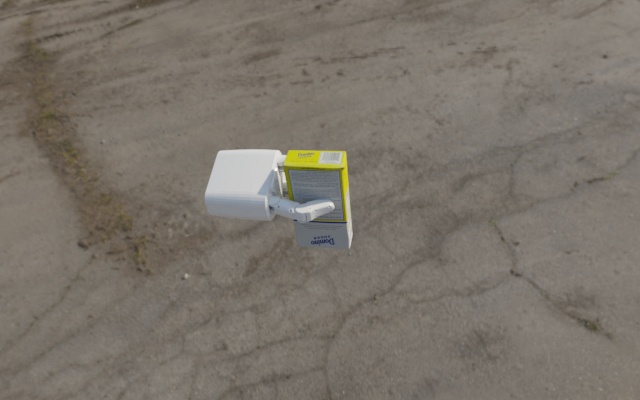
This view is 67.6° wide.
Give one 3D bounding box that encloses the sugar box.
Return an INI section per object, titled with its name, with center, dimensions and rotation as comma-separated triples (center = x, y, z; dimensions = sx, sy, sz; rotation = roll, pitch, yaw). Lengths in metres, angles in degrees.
[sugar box]
center = 0.000, 0.002, 0.771
dimensions = 0.093, 0.176, 0.048
rotation = 3, 44, 11
